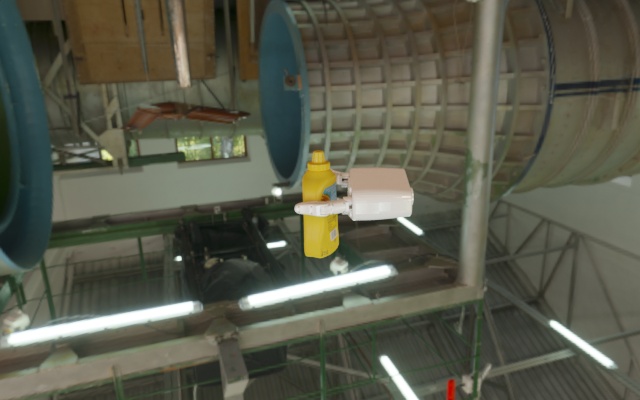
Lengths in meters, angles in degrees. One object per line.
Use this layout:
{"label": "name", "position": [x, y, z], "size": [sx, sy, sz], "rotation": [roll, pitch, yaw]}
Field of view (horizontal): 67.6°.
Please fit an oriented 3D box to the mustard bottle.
{"label": "mustard bottle", "position": [0.000, 0.003, 0.888], "size": [0.058, 0.192, 0.096], "rotation": [6, 19, 23]}
